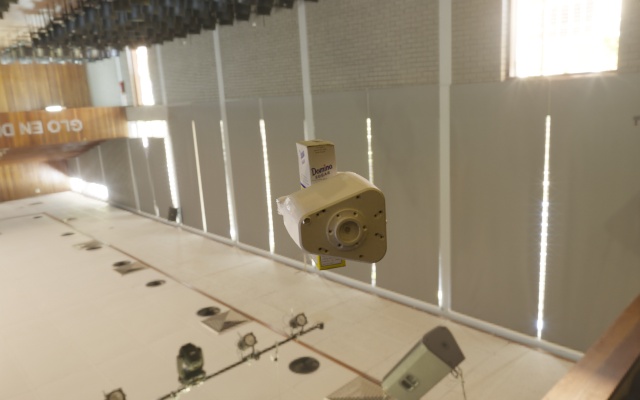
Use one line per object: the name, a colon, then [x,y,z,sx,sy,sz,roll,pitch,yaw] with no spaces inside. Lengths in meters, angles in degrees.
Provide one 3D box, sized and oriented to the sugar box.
sugar box: [0.001,0.002,0.694,0.048,0.176,0.093,-6,12,-11]
